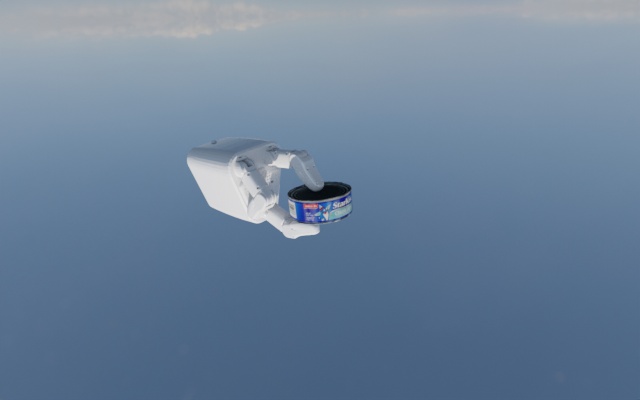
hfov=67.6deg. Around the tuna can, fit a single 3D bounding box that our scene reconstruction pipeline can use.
[{"bbox_3d":[0.000,0.003,0.639,0.086,0.034,0.086,-5,18,2],"label":"tuna can"}]
